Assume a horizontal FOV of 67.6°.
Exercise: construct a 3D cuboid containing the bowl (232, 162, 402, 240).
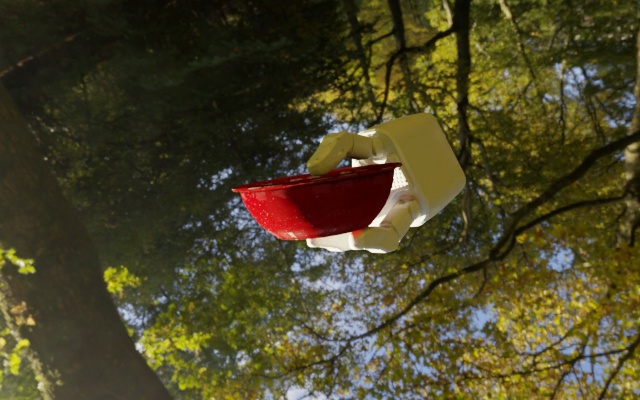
[{"bbox_3d":[-0.001,0.002,0.455,0.162,0.055,0.162,-8,5,1],"label":"bowl"}]
